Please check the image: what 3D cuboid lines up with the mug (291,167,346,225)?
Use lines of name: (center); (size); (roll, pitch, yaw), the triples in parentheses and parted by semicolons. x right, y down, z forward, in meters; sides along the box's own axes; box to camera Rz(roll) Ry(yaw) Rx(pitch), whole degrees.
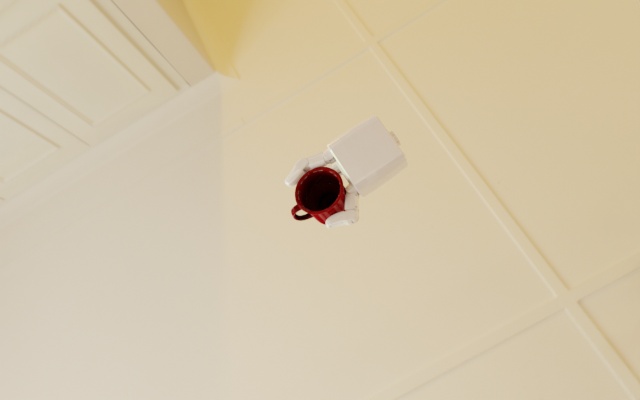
mug: (-0.001, 0.004, 0.887); (0.117, 0.093, 0.081); (-33, -30, 5)
